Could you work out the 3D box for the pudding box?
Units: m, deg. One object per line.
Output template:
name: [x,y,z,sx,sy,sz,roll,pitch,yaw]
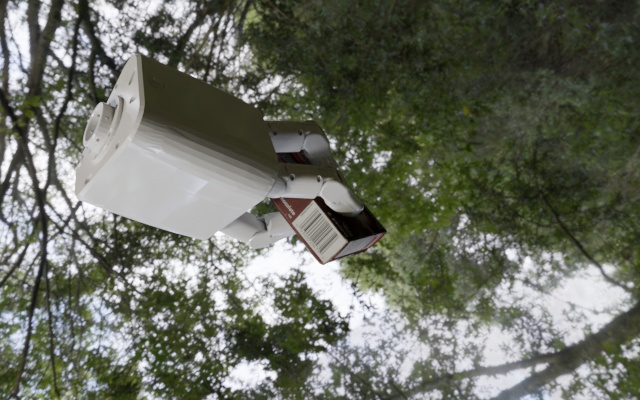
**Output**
pudding box: [0.000,0.002,0.444,0.039,0.113,0.090,-44,-18,24]
